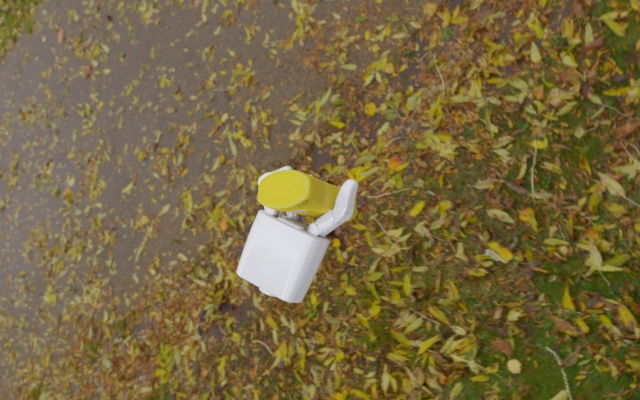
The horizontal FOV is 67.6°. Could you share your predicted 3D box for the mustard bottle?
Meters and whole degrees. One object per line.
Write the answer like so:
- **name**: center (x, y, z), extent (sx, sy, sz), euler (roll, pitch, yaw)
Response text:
- **mustard bottle**: center (0.000, 0.002, 0.736), extent (0.096, 0.058, 0.192), euler (-5, -14, 35)
